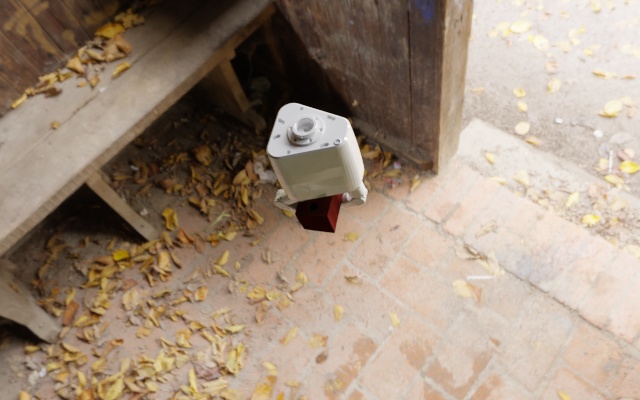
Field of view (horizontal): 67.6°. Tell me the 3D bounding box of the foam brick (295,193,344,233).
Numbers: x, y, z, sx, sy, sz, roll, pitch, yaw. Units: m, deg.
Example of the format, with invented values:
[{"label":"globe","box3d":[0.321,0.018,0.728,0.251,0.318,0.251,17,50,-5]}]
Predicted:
[{"label":"foam brick","box3d":[0.000,0.003,0.730,0.053,0.078,0.051,4,-28,19]}]
